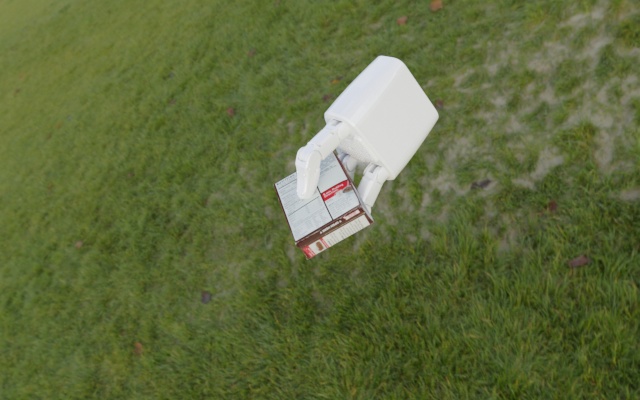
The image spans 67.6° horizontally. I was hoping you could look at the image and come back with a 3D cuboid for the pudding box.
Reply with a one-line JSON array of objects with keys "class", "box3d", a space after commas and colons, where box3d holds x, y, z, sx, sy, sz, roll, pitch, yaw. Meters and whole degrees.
[{"class": "pudding box", "box3d": [0.000, 0.002, 0.573, 0.090, 0.113, 0.039, -31, -47, 7]}]
